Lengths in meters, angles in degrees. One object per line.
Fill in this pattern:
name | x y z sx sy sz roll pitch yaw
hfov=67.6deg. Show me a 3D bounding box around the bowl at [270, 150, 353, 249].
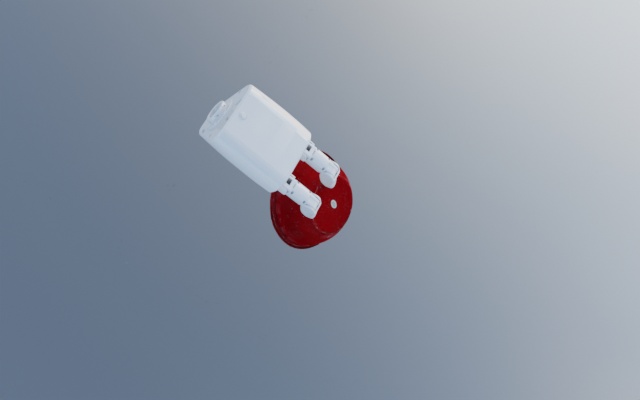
bowl | 0.001 0.003 0.746 0.055 0.162 0.162 12 8 44
